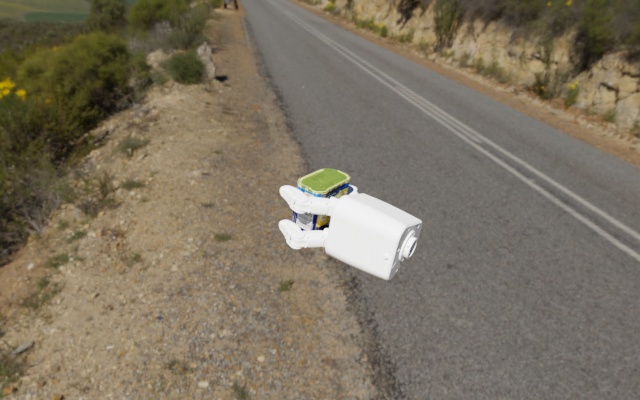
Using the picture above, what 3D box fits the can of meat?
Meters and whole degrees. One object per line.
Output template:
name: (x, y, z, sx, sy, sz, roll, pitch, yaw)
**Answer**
can of meat: (0.000, 0.002, 0.758, 0.057, 0.084, 0.102, 25, 31, 26)
